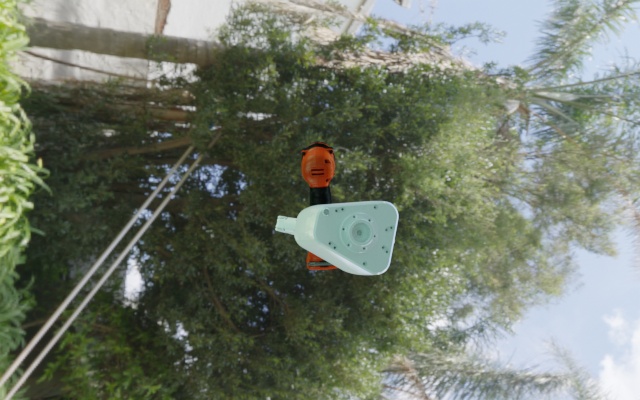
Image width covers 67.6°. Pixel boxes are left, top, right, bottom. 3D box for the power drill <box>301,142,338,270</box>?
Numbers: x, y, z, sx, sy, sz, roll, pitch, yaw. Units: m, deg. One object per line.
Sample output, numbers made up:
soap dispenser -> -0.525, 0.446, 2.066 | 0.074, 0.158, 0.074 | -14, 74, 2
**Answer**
power drill -> 0.000, 0.003, 0.762 | 0.057, 0.188, 0.184 | -4, 14, 3
